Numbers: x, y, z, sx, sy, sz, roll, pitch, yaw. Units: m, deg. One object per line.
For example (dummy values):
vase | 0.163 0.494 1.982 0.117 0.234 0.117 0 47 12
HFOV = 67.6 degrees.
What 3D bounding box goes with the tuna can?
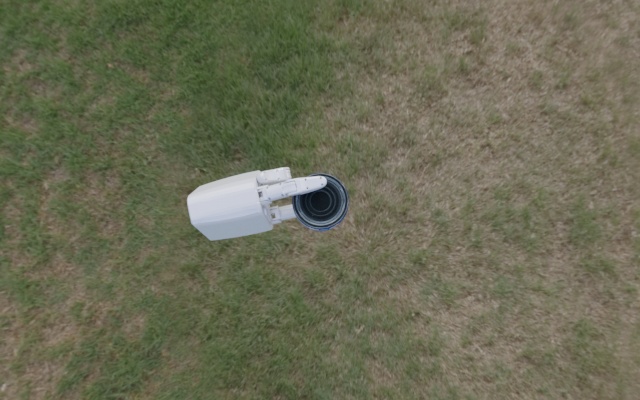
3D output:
tuna can | 0.000 0.002 0.717 0.086 0.086 0.034 0 -7 0
